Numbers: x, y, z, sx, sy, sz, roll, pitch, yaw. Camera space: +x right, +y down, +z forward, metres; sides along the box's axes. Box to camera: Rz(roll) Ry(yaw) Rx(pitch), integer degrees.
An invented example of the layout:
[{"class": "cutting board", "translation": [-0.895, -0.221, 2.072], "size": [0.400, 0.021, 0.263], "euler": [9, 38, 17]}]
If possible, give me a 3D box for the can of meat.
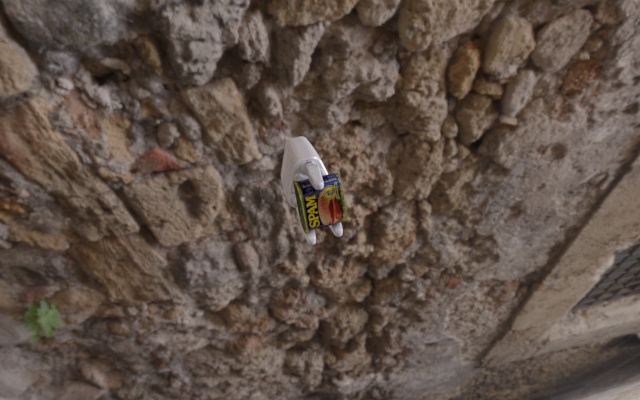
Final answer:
[{"class": "can of meat", "translation": [0.000, 0.003, 0.899], "size": [0.084, 0.102, 0.057], "euler": [-14, 31, -9]}]
